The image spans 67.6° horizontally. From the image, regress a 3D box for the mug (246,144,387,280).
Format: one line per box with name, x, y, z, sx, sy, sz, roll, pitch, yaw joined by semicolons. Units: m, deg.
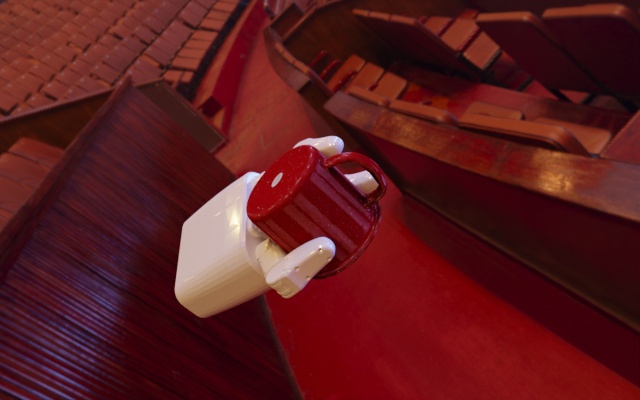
mug;0.001;0.001;0.403;0.117;0.093;0.081;-32;-61;28
